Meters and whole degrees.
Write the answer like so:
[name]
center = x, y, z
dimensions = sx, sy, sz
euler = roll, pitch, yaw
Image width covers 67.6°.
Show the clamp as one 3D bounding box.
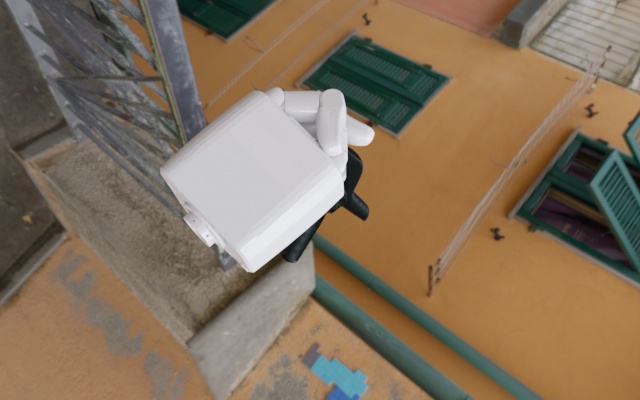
[clamp]
center = 0.001, 0.002, 0.505
dimensions = 0.039, 0.120, 0.172
euler = 41, -19, 29
